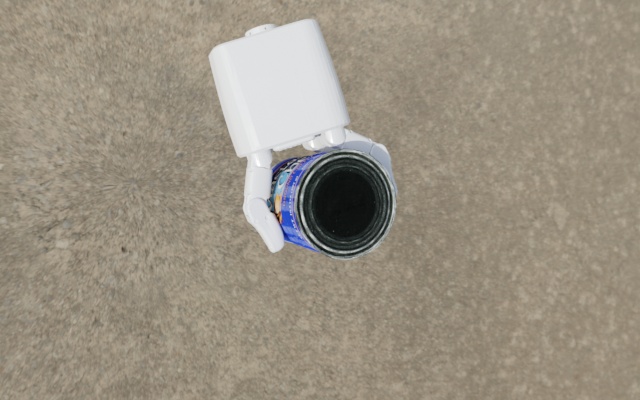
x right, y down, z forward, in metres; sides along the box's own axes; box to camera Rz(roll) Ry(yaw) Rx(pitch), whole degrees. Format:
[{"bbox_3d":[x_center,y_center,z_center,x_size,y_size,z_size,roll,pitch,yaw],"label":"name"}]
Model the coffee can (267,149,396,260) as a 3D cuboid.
[{"bbox_3d":[0.000,0.002,0.501,0.103,0.103,0.140,0,2,-21],"label":"coffee can"}]
